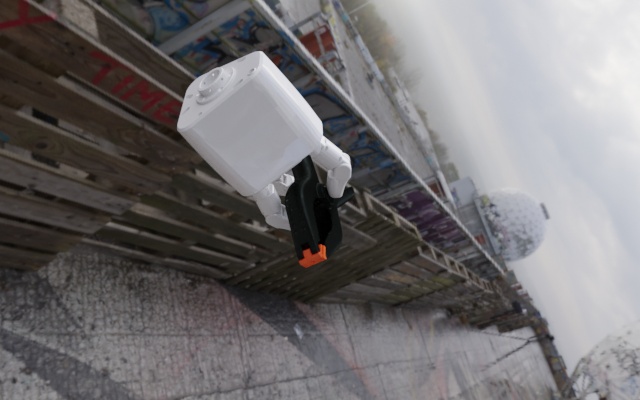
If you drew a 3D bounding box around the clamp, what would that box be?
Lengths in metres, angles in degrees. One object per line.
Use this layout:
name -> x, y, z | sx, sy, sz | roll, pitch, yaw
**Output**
clamp -> 0.001, 0.002, 0.588 | 0.036, 0.209, 0.165 | -27, -49, 23
